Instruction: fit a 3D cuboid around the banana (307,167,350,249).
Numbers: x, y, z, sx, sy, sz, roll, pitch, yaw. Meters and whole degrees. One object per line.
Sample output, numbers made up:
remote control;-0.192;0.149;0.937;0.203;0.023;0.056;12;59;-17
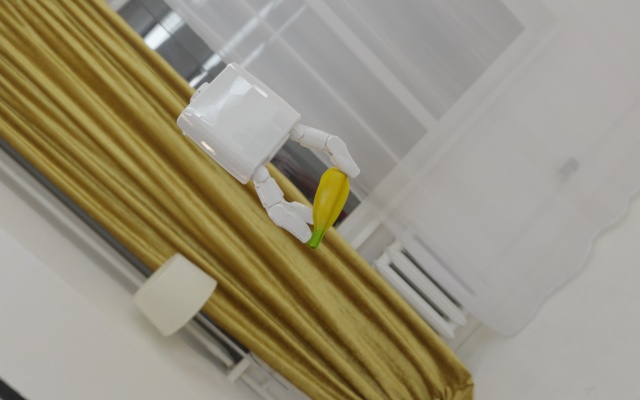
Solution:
banana;0.011;-0.010;0.620;0.037;0.070;0.197;36;21;-6
